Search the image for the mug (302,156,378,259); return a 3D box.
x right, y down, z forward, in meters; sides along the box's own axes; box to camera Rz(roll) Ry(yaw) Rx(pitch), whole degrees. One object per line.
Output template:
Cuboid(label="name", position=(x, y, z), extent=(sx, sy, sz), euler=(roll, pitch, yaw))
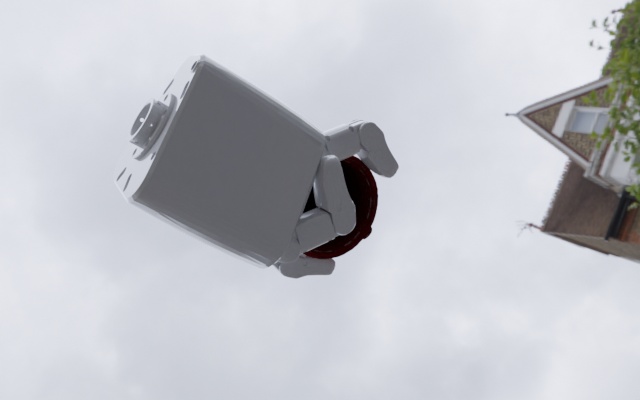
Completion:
Cuboid(label="mug", position=(0.001, 0.002, 0.442), extent=(0.117, 0.093, 0.081), euler=(31, -3, -34))
